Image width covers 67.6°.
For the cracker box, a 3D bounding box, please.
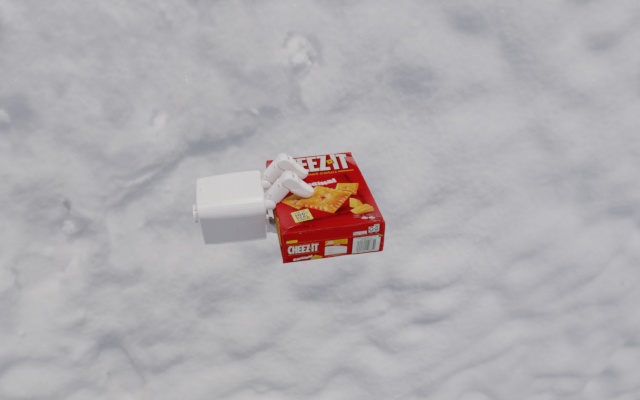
[{"bbox_3d":[0.000,0.003,0.809,0.164,0.072,0.213,-6,38,-10],"label":"cracker box"}]
